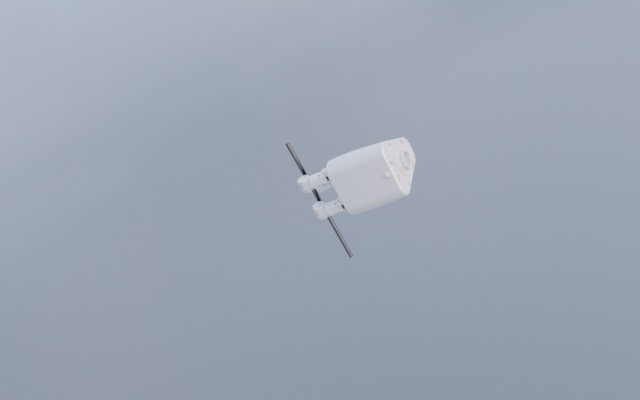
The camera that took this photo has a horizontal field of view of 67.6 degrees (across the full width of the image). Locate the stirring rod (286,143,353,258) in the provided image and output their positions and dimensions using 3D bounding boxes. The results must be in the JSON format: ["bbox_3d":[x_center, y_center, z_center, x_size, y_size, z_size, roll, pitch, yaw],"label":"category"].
[{"bbox_3d":[0.000,0.003,0.857,0.011,0.239,0.011,-27,15,8],"label":"stirring rod"}]
